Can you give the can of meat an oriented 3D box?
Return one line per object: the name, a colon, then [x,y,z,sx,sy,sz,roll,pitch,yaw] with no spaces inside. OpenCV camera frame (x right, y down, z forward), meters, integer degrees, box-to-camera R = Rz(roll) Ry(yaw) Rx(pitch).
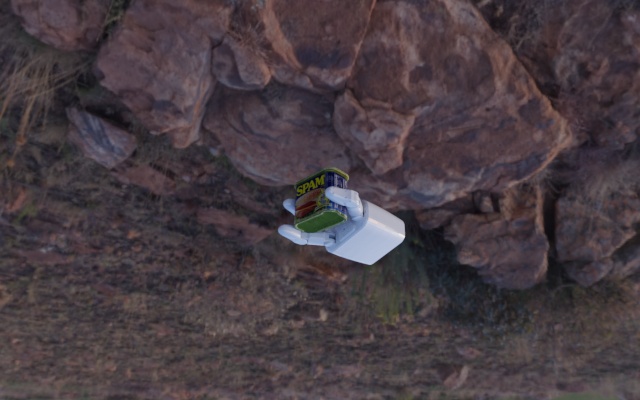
can of meat: [0.000,0.003,0.827,0.102,0.084,0.057,-24,-38,38]
